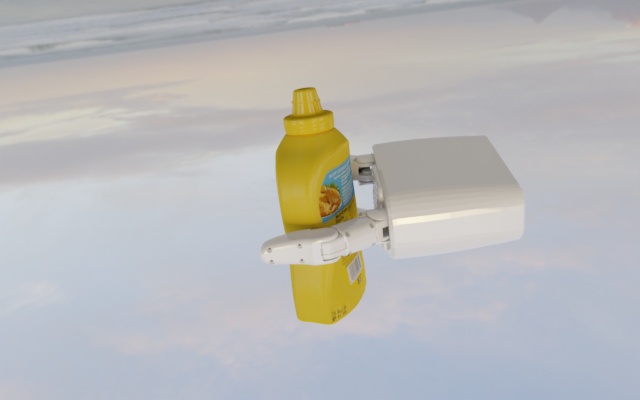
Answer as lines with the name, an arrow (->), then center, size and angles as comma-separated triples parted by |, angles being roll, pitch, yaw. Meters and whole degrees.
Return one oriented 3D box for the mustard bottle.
mustard bottle -> 0.000, 0.002, 0.408 | 0.058, 0.192, 0.096 | 2, 22, 25
